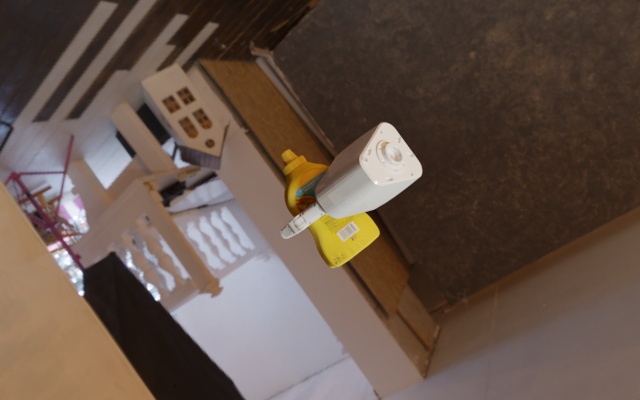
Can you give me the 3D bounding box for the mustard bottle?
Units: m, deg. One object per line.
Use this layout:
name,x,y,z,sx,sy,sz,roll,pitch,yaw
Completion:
mustard bottle,0.000,0.003,0.741,0.096,0.191,0.058,-36,-1,-17
